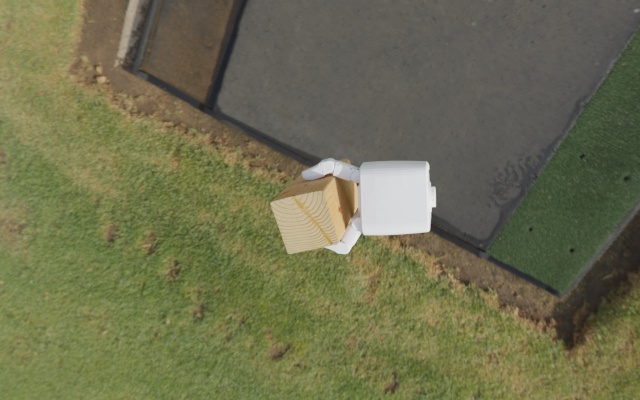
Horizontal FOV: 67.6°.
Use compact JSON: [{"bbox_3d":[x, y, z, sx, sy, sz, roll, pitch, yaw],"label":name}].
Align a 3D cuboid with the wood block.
[{"bbox_3d":[0.000,0.002,0.820,0.090,0.091,0.206,-13,14,18],"label":"wood block"}]
